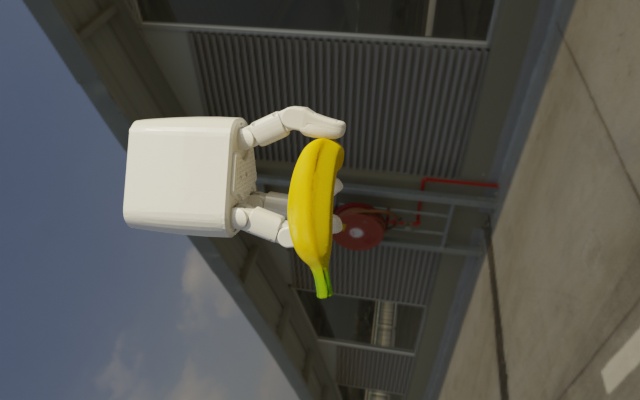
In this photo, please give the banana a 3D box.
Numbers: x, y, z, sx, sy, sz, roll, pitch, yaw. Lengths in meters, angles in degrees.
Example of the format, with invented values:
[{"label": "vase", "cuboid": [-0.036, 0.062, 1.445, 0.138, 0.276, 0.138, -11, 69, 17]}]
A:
[{"label": "banana", "cuboid": [-0.002, -0.011, 0.414, 0.037, 0.070, 0.197, -1, 38, 8]}]
